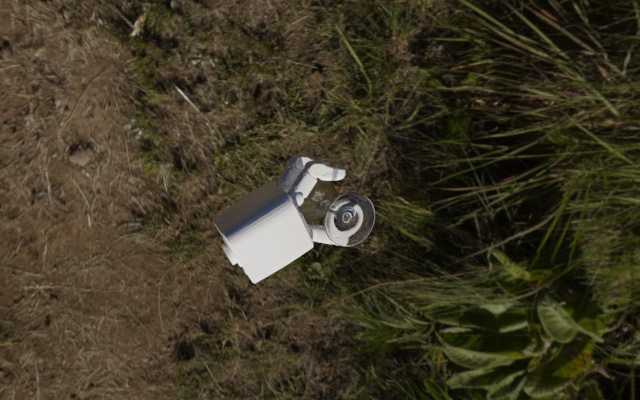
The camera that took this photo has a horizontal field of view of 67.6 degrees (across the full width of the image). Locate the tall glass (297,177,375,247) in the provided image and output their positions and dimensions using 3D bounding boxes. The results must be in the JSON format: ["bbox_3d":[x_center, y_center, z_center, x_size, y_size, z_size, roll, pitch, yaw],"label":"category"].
[{"bbox_3d":[0.001,0.002,0.713,0.079,0.079,0.201,0,14,-23],"label":"tall glass"}]
